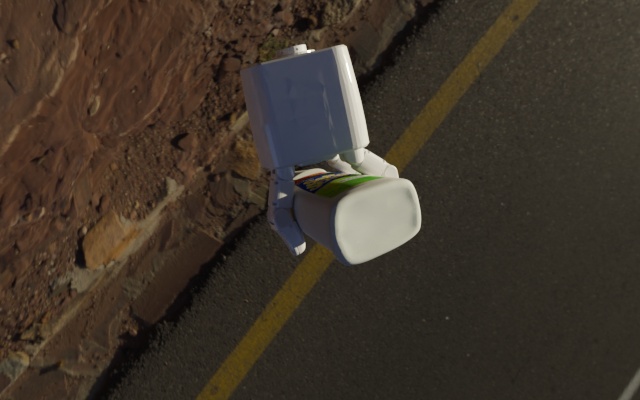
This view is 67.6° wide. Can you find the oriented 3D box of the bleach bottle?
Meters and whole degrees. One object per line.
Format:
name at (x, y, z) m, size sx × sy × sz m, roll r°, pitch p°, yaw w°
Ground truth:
bleach bottle at (0.000, 0.002, 0.547) m, size 0.102 × 0.068 × 0.251 m, roll -20°, pitch 16°, yaw -23°
